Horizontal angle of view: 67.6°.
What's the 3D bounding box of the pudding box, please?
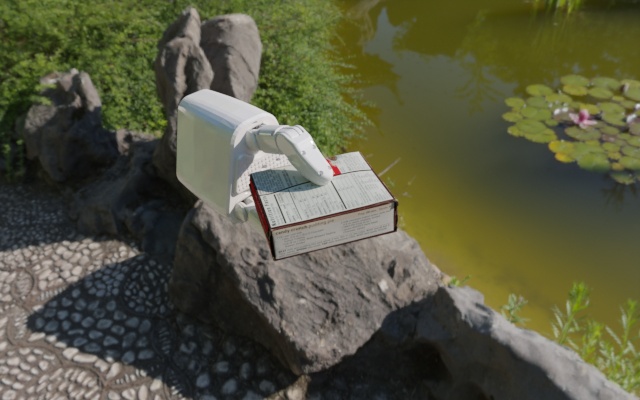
[{"bbox_3d":[0.000,0.001,0.424,0.113,0.039,0.090,-14,38,-11],"label":"pudding box"}]
